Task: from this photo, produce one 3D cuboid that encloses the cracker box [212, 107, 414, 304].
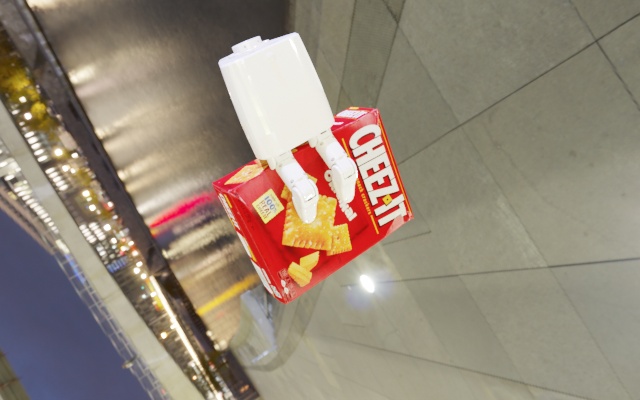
[{"bbox_3d":[0.000,0.002,0.597,0.213,0.164,0.072,-31,25,-20],"label":"cracker box"}]
